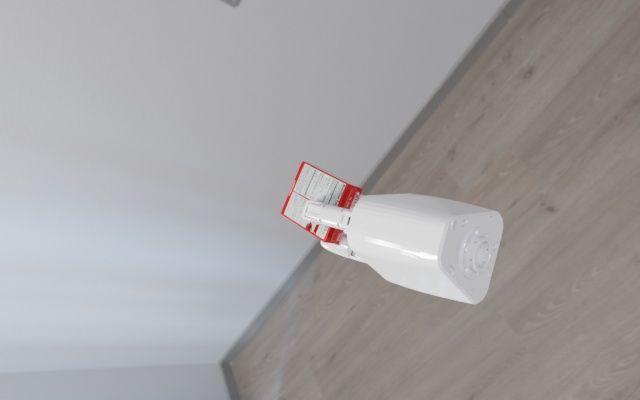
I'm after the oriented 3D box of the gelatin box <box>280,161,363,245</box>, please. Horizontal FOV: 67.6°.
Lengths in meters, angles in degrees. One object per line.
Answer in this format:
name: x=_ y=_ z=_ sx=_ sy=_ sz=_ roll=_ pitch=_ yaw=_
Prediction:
gelatin box: x=0.000 y=0.002 z=0.570 sx=0.030 sy=0.073 sz=0.089 roll=15 pitch=11 yaw=-47
